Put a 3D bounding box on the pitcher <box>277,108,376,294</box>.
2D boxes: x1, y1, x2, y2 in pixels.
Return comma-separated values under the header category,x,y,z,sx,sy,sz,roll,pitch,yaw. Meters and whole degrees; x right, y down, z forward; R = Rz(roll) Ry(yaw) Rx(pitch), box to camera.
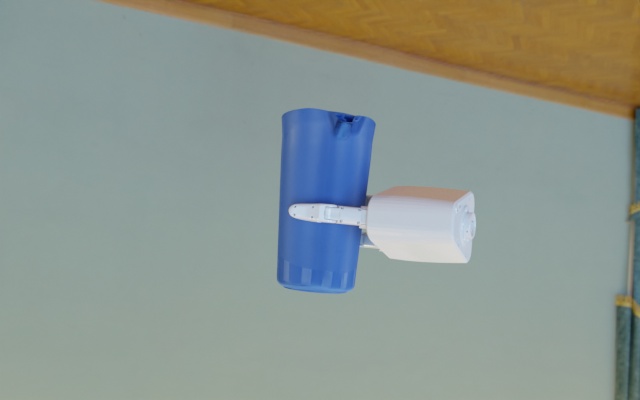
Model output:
category,x,y,z,sx,sy,sz,roll,pitch,yaw
pitcher,0.000,0.002,0.676,0.145,0.243,0.149,2,-5,28
